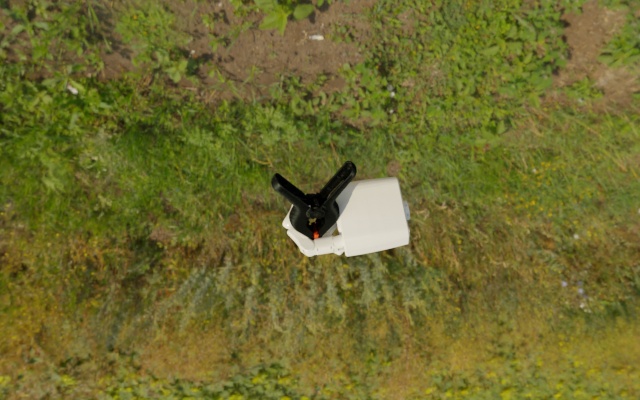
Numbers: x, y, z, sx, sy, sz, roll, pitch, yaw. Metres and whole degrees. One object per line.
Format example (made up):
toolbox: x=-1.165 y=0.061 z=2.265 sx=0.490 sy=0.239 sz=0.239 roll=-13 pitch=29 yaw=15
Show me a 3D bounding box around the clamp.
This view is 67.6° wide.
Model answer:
clamp: x=0.000 y=0.003 z=0.718 sx=0.120 sy=0.039 sz=0.172 roll=-10 pitch=-33 yaw=2
